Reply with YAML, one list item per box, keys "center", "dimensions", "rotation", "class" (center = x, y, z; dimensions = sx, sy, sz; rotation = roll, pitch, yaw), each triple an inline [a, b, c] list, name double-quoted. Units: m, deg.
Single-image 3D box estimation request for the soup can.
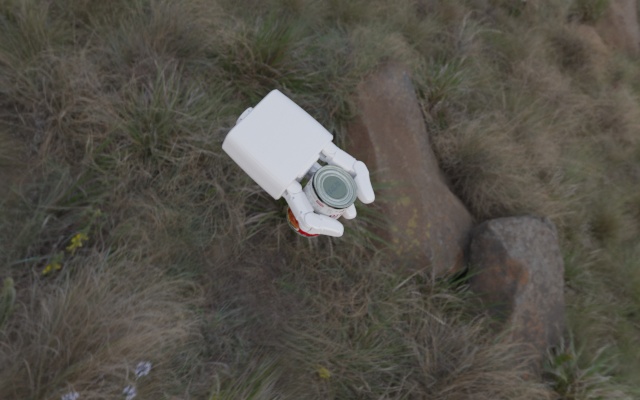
- center: [0.001, 0.002, 0.677]
  dimensions: [0.068, 0.068, 0.102]
  rotation: [0, -26, -27]
  class: "soup can"
